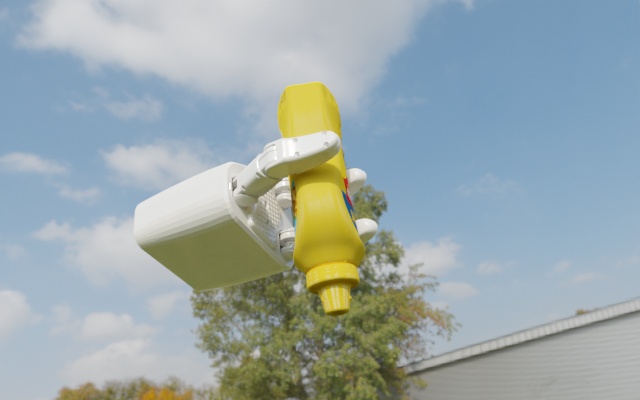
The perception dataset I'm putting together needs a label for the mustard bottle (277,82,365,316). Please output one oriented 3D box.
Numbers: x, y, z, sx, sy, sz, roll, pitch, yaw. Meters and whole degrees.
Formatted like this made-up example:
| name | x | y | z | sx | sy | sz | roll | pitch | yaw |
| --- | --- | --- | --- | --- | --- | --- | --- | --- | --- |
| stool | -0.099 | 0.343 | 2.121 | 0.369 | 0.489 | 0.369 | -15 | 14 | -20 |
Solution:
| name | x | y | z | sx | sy | sz | roll | pitch | yaw |
| --- | --- | --- | --- | --- | --- | --- | --- | --- | --- |
| mustard bottle | 0.000 | 0.001 | 0.404 | 0.058 | 0.191 | 0.096 | -8 | -28 | -1 |
